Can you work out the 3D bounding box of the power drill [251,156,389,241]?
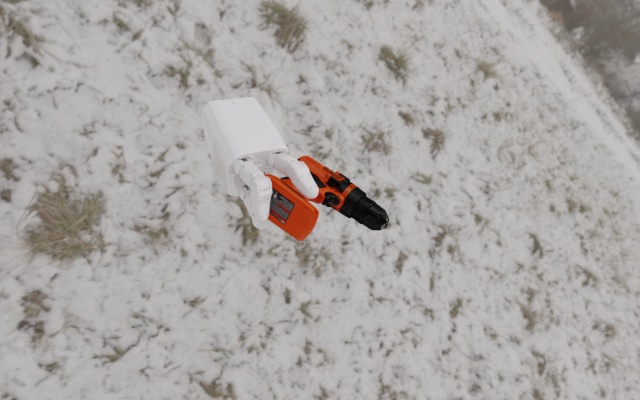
[{"bbox_3d":[0.000,0.002,0.715,0.184,0.057,0.187,33,22,18],"label":"power drill"}]
